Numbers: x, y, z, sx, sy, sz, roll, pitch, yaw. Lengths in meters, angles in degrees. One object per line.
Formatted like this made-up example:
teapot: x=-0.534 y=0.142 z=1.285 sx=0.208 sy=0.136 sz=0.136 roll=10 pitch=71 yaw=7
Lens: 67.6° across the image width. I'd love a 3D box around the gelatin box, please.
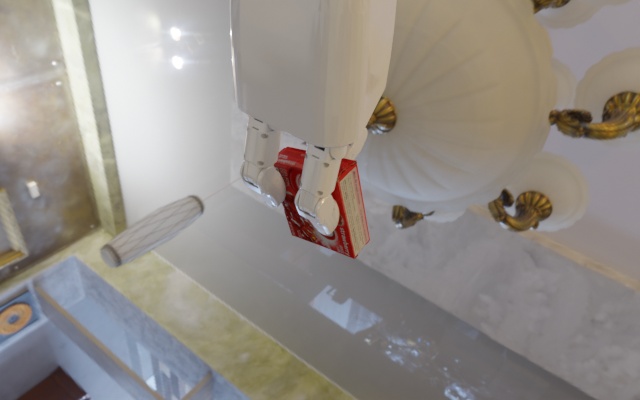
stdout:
gelatin box: x=0.000 y=0.001 z=0.413 sx=0.073 sy=0.089 sz=0.030 roll=17 pitch=47 yaw=34
